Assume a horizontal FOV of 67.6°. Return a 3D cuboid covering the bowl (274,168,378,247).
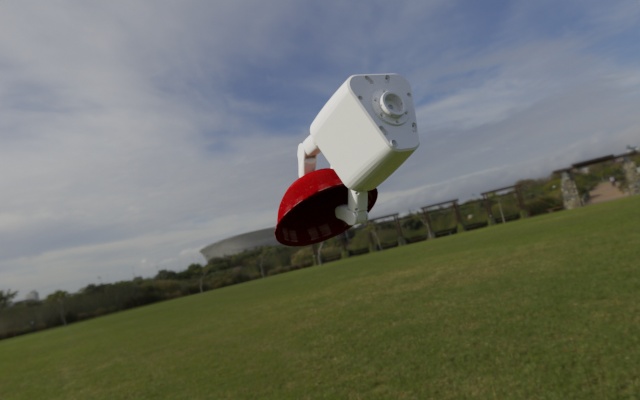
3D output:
[{"bbox_3d":[-0.001,0.003,0.700,0.162,0.055,0.162,-20,-28,-11],"label":"bowl"}]
